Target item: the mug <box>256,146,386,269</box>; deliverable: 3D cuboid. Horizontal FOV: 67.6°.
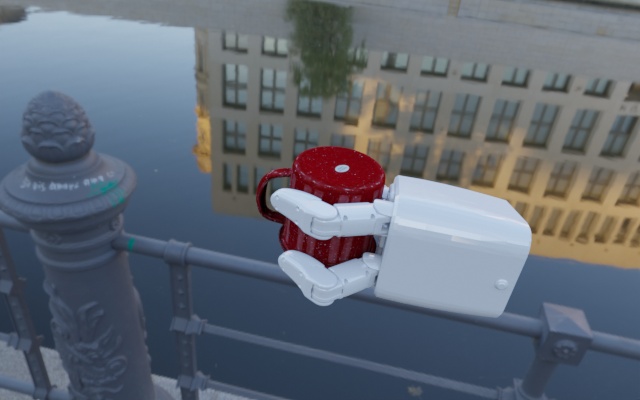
[{"bbox_3d":[-0.001,0.001,0.430,0.117,0.081,0.093,11,32,5],"label":"mug"}]
